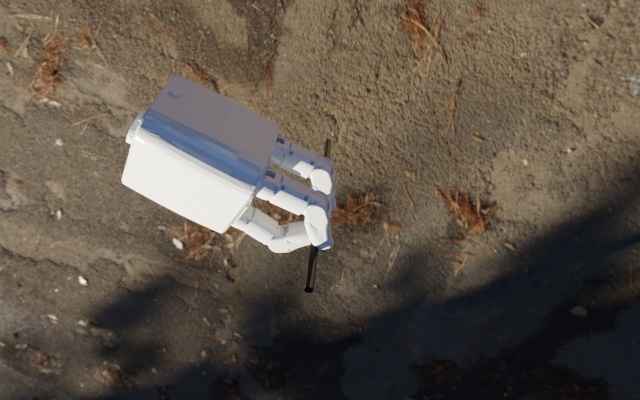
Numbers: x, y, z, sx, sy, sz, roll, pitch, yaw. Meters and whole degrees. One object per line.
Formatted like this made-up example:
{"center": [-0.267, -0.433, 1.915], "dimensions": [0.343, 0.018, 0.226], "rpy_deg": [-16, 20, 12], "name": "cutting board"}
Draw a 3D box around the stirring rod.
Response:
{"center": [0.000, 0.002, 0.502], "dimensions": [0.011, 0.011, 0.239], "rpy_deg": [0, 39, 6], "name": "stirring rod"}
